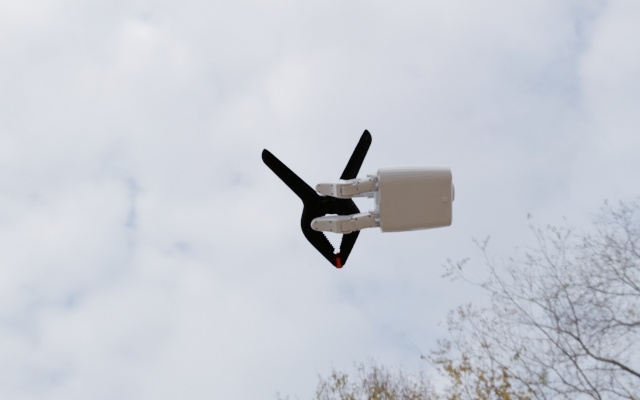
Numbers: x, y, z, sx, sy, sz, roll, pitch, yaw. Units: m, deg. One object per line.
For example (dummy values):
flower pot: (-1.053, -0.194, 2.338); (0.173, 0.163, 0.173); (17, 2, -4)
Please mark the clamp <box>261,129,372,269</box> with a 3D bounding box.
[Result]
clamp: (0.000, 0.003, 0.723); (0.164, 0.210, 0.036); (-3, 15, 6)
